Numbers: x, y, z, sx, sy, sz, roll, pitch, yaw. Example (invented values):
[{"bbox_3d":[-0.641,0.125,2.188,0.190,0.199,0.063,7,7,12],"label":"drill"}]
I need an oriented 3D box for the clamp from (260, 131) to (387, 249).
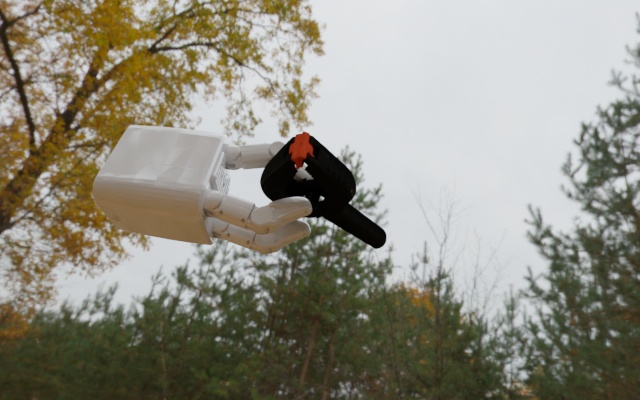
[{"bbox_3d":[0.000,0.001,0.501,0.164,0.036,0.210,6,-27,0],"label":"clamp"}]
